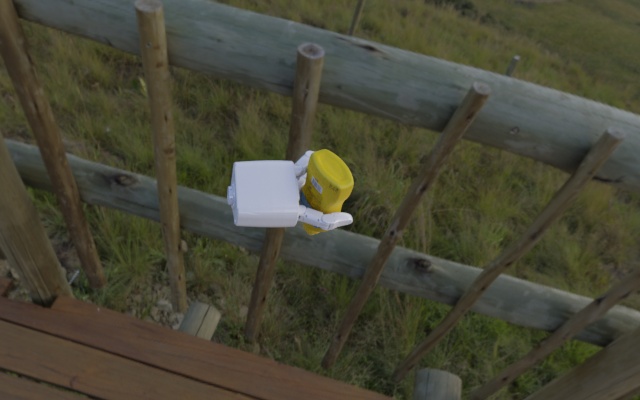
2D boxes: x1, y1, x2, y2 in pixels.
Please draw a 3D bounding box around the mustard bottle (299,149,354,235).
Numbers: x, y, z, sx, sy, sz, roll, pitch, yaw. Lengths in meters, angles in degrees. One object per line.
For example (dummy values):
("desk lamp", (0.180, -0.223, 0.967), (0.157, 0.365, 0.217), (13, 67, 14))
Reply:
("mustard bottle", (0.001, 0.003, 0.890), (0.058, 0.096, 0.192), (-22, -30, -31))
